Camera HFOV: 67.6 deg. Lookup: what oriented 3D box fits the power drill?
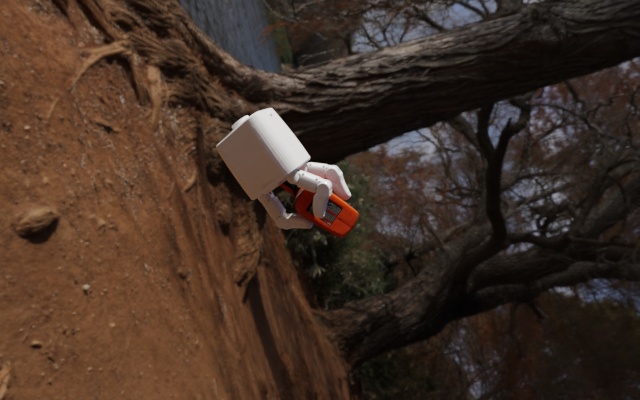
[{"bbox_3d":[0.000,0.003,0.846,0.184,0.057,0.187,31,4,-21],"label":"power drill"}]
